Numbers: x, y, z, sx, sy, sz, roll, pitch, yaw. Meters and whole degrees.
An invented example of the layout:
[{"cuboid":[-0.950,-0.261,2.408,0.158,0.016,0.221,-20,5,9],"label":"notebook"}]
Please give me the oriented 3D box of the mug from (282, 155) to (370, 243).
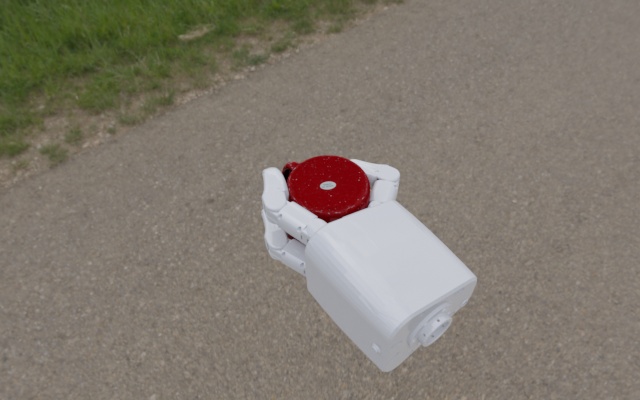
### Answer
[{"cuboid":[-0.001,0.001,0.492,0.093,0.082,0.117,-31,56,-24],"label":"mug"}]
